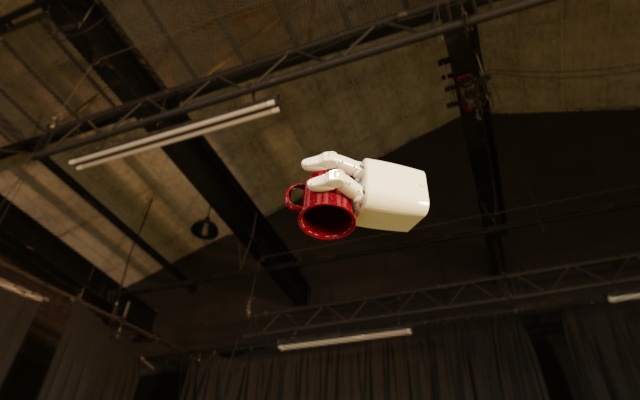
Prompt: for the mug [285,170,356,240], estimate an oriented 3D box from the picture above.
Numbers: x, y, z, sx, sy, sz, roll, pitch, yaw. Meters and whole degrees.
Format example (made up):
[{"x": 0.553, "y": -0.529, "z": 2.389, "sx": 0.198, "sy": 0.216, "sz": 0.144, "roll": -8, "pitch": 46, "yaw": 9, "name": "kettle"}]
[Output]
[{"x": -0.001, "y": 0.002, "z": 0.775, "sx": 0.117, "sy": 0.081, "sz": 0.093, "roll": 10, "pitch": -41, "yaw": -8, "name": "mug"}]
